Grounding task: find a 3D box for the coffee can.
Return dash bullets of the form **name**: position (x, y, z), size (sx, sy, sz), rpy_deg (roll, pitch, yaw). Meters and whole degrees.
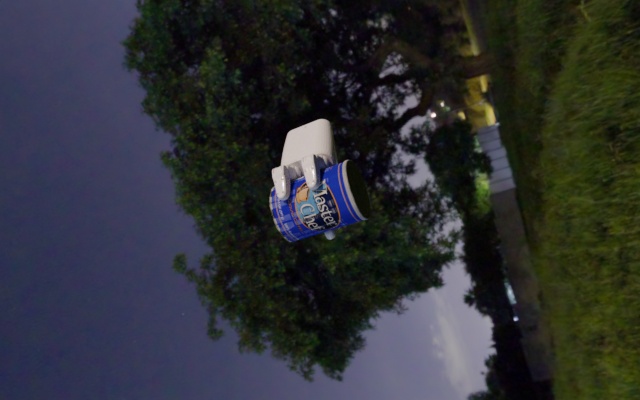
- **coffee can**: position (0.000, 0.003, 0.803), size (0.140, 0.103, 0.103), rpy_deg (-18, -6, 19)
